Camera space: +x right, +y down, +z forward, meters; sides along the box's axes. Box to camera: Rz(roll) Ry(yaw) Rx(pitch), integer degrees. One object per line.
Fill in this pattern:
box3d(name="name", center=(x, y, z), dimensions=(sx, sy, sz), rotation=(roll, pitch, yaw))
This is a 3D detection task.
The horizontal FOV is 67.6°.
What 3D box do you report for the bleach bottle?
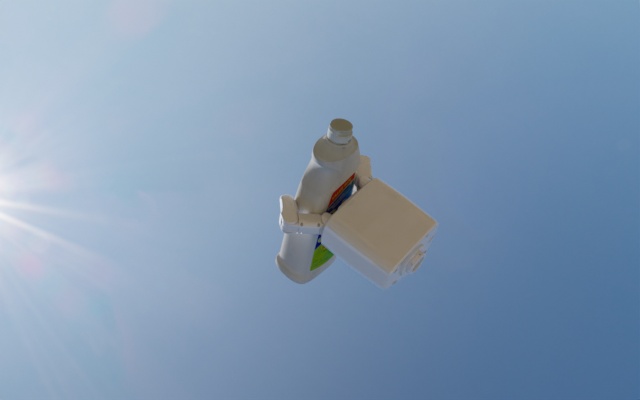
box3d(name="bleach bottle", center=(0.000, 0.002, 0.660), dimensions=(0.068, 0.251, 0.102), rotation=(37, 48, 24))
